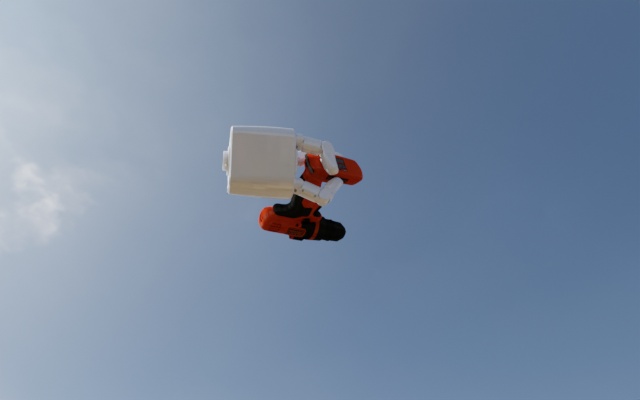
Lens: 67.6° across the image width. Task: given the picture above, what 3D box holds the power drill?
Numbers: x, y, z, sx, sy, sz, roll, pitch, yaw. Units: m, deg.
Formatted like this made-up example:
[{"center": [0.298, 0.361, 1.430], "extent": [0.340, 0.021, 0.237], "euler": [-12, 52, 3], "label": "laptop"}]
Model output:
[{"center": [0.000, 0.002, 0.886], "extent": [0.184, 0.188, 0.057], "euler": [11, 39, -30], "label": "power drill"}]
